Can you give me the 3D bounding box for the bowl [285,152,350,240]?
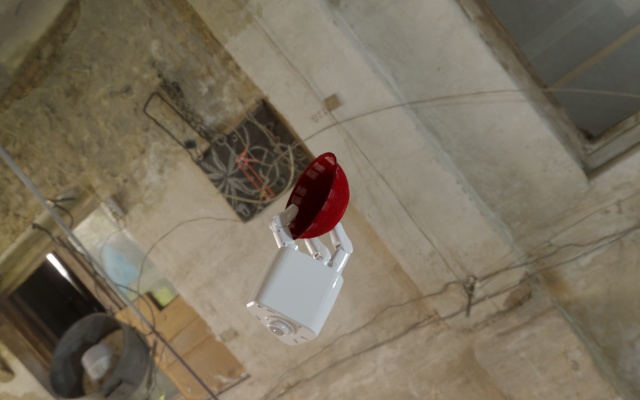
[{"bbox_3d":[0.001,0.002,0.797,0.055,0.162,0.162,27,-11,-23],"label":"bowl"}]
